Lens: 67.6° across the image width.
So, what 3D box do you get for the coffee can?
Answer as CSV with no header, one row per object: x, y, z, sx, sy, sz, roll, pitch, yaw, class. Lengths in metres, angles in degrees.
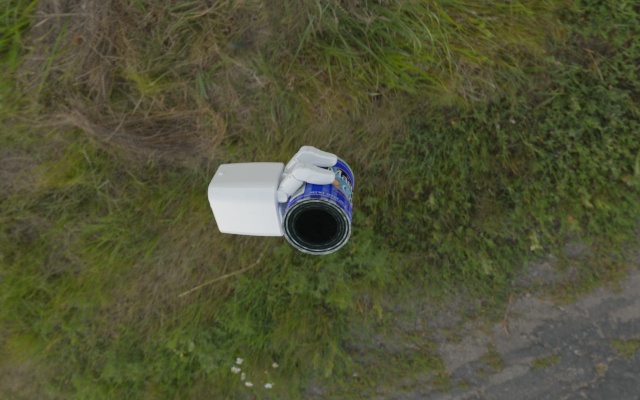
0.000,0.002,0.756,0.103,0.103,0.140,0,32,6,coffee can
